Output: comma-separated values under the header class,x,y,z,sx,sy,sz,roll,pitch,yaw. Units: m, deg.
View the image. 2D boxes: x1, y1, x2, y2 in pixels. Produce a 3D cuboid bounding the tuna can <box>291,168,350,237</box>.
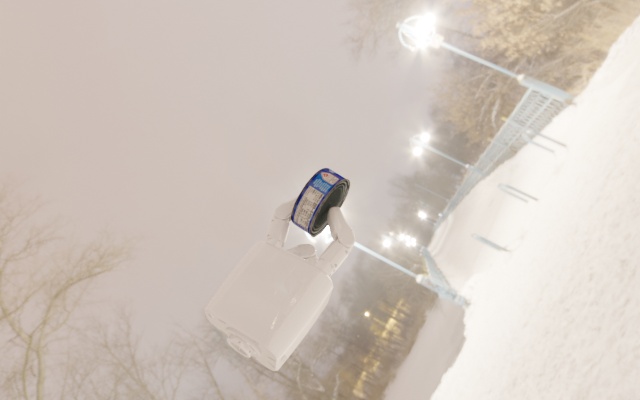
class,x,y,z,sx,sy,sz,roll,pitch,yaw
tuna can,0.000,0.002,0.607,0.033,0.086,0.086,33,10,16
